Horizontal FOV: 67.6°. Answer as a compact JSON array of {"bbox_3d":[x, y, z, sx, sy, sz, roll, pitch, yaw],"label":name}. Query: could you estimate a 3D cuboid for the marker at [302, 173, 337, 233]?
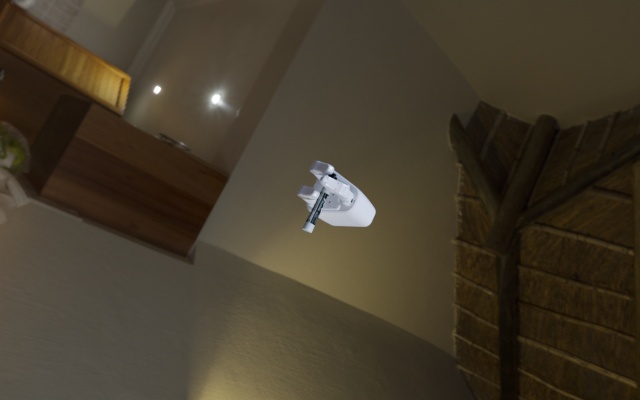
[{"bbox_3d":[0.000,0.003,0.900,0.020,0.121,0.020,25,-9,4],"label":"marker"}]
